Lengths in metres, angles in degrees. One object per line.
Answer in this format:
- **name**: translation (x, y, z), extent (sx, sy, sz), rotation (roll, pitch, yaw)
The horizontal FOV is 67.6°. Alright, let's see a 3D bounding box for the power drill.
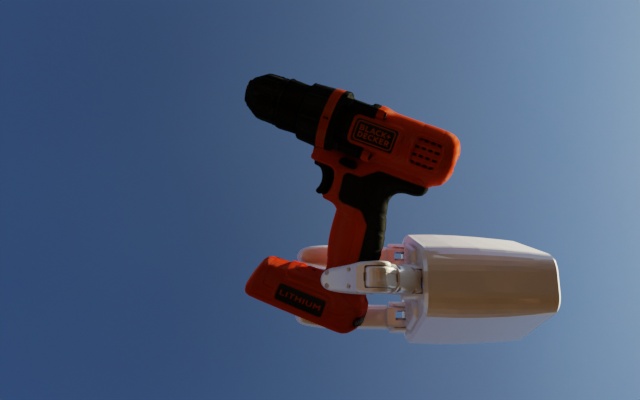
- **power drill**: translation (0.000, 0.002, 0.403), extent (0.184, 0.188, 0.057), rotation (21, 11, 11)
